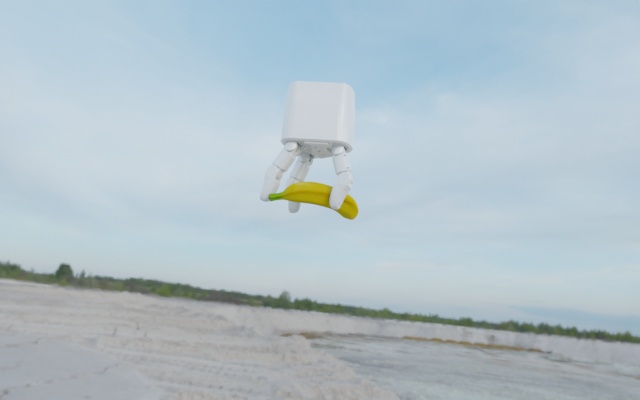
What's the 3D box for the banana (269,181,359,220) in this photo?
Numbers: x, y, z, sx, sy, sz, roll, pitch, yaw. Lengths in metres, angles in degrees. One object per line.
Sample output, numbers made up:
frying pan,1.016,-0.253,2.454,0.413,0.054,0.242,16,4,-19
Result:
banana,0.011,0.000,0.800,0.198,0.037,0.069,16,-19,-42
